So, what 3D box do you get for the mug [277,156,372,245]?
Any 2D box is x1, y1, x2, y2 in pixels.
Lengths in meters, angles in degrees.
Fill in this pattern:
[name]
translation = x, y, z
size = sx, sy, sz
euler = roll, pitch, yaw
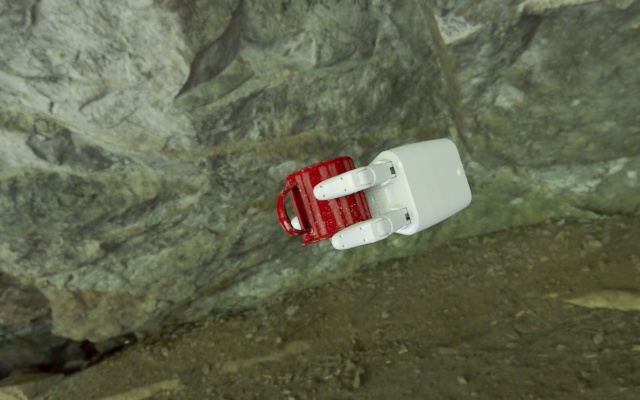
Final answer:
[mug]
translation = -0.001, 0.002, 0.542
size = 0.117, 0.081, 0.093
euler = -17, -2, -35
